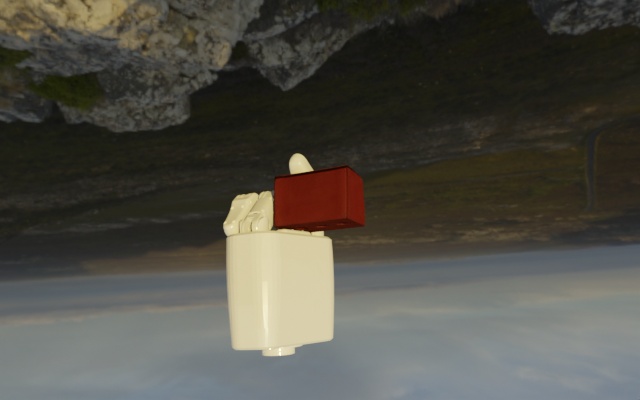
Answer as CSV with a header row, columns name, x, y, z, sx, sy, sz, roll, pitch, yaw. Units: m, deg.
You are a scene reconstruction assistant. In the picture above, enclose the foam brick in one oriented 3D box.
name,x,y,z,sx,sy,sz,roll,pitch,yaw
foam brick,0.000,0.001,0.471,0.078,0.051,0.053,-8,-16,22
